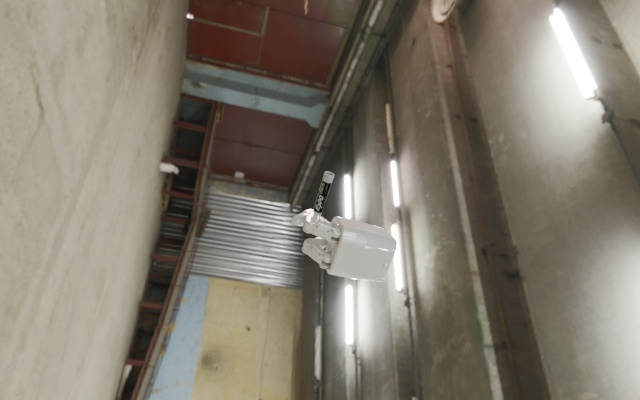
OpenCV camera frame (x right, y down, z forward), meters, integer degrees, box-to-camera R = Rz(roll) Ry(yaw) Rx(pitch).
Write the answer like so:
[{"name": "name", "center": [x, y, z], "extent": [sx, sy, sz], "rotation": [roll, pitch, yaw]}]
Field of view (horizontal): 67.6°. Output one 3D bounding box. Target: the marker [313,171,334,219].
[{"name": "marker", "center": [0.000, 0.003, 0.888], "extent": [0.020, 0.121, 0.020], "rotation": [14, 26, -7]}]
